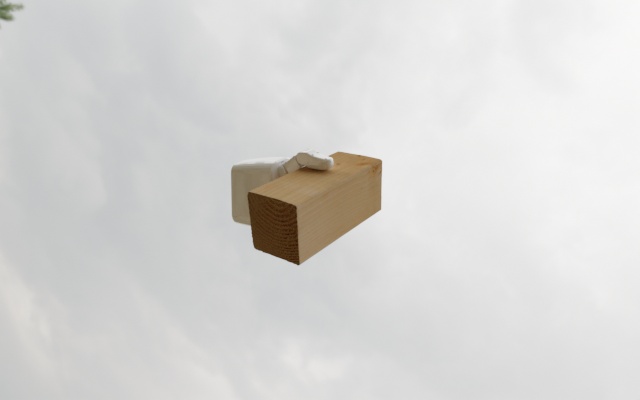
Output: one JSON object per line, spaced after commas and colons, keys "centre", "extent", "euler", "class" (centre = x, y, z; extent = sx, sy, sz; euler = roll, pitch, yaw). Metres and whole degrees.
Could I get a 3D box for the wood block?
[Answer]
{"centre": [0.000, 0.002, 0.708], "extent": [0.090, 0.091, 0.206], "euler": [15, 30, 35], "class": "wood block"}
